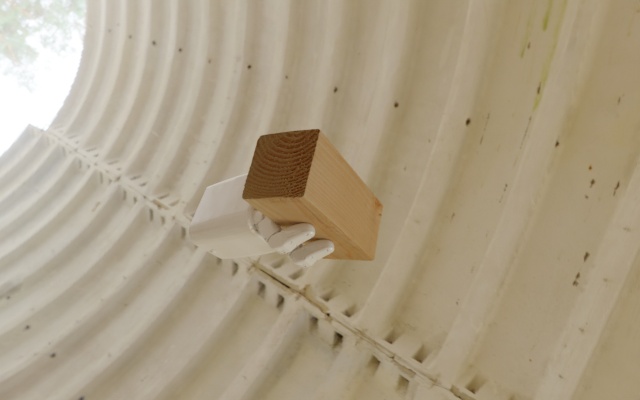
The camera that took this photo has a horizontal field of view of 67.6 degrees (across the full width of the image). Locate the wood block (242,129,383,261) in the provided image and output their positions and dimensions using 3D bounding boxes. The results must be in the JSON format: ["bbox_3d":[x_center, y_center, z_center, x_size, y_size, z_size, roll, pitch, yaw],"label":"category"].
[{"bbox_3d":[0.000,0.002,0.632,0.090,0.090,0.206,-2,-26,29],"label":"wood block"}]
